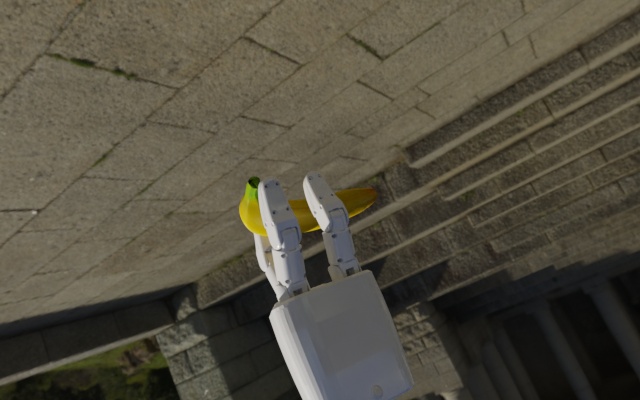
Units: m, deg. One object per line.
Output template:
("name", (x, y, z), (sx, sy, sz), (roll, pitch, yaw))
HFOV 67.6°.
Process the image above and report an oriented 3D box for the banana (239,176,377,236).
("banana", (-0.015, 0.010, 0.489), (0.070, 0.037, 0.198), (-32, -19, 33))
